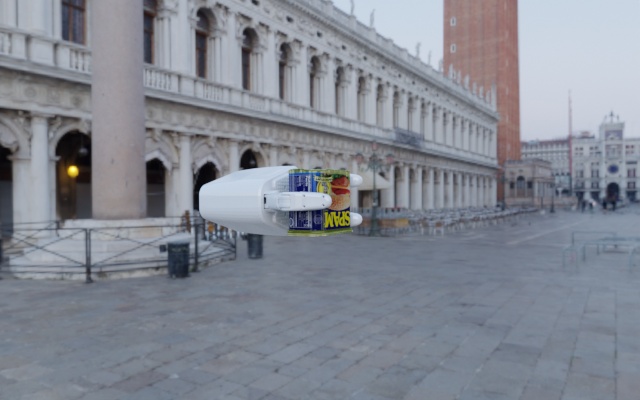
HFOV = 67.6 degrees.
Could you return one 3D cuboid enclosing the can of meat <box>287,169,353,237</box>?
[{"bbox_3d":[0.000,0.002,0.626,0.057,0.084,0.102,-1,0,31],"label":"can of meat"}]
